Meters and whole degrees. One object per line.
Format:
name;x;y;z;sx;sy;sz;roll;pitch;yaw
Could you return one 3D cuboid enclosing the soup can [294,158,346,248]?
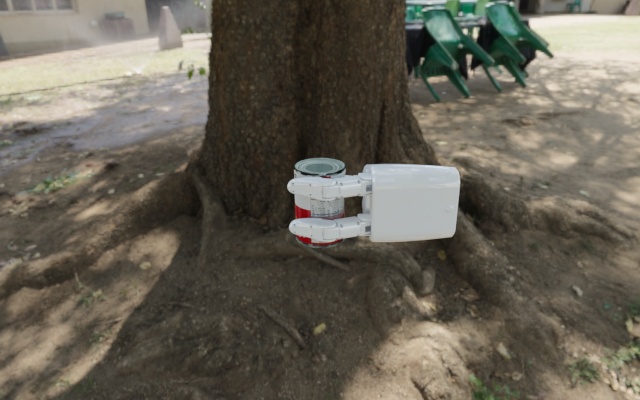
soup can;0.000;0.002;0.628;0.068;0.102;0.068;-1;22;0
